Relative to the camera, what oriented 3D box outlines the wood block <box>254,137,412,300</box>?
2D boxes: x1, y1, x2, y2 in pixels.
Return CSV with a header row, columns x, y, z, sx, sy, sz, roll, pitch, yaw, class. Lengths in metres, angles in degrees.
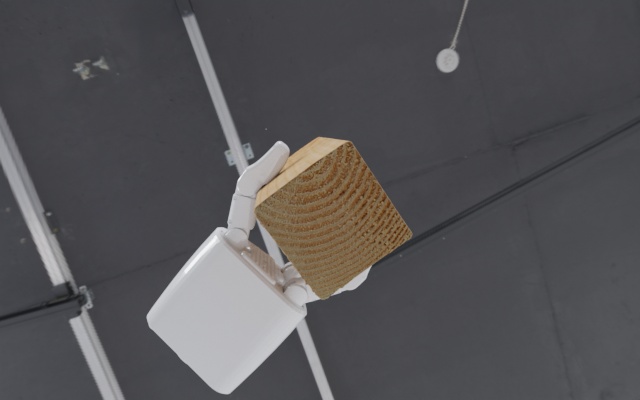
x,y,z,sx,sy,sz,roll,pitch,yaw,class
0.000,0.001,0.454,0.090,0.091,0.206,-36,11,0,wood block
